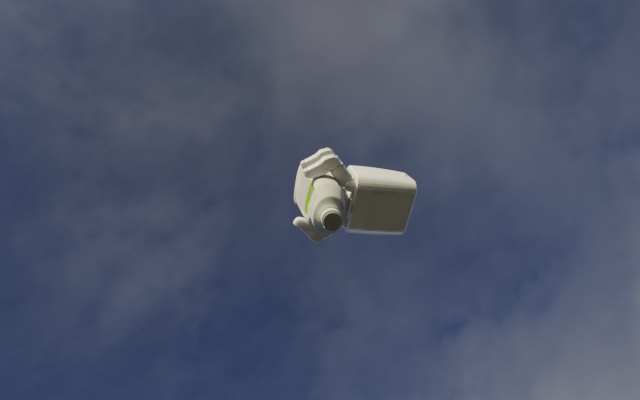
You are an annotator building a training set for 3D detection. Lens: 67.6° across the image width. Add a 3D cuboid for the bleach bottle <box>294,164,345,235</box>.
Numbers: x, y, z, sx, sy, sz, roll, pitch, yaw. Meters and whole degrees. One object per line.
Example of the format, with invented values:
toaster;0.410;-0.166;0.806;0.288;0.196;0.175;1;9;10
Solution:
bleach bottle;0.000;0.003;0.808;0.068;0.102;0.250;5;16;-9
